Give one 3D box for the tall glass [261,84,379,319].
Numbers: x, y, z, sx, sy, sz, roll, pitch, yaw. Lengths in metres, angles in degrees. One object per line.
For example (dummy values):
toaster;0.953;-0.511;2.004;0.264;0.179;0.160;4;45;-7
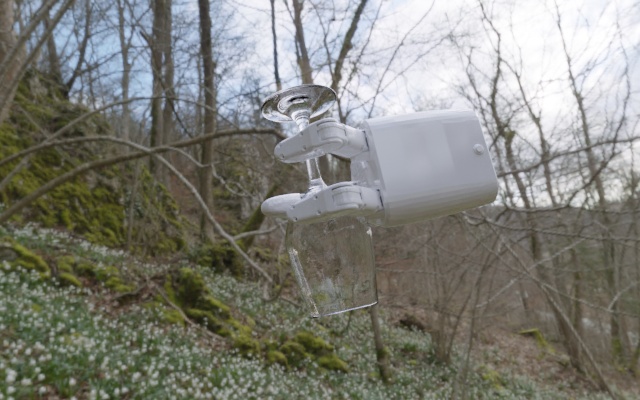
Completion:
tall glass;0.000;0.001;0.437;0.079;0.201;0.079;-11;-13;-3
